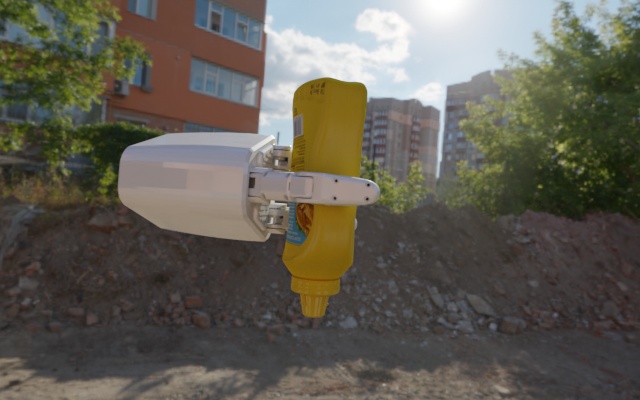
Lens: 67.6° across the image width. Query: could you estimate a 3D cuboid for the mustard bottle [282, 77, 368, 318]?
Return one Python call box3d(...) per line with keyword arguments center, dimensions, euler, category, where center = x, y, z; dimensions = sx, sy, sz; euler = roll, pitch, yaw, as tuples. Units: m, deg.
box3d(center=(0.000, 0.001, 0.403), dimensions=(0.058, 0.191, 0.096), euler=(5, -1, -18), category="mustard bottle")
